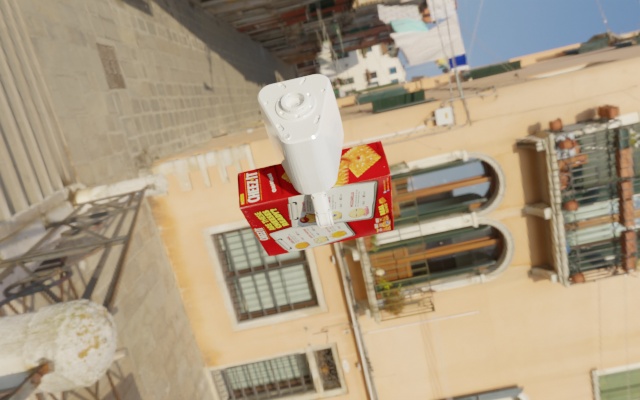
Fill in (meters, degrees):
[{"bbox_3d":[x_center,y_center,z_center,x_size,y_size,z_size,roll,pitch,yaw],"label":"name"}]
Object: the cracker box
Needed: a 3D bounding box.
[{"bbox_3d":[0.000,0.003,0.732,0.214,0.072,0.164,-12,-33,4],"label":"cracker box"}]
